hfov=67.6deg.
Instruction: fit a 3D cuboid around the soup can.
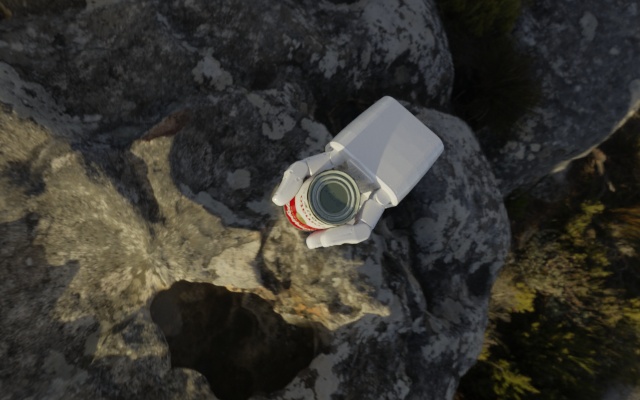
[{"bbox_3d":[0.000,0.002,0.591,0.068,0.068,0.102,0,-6,-20],"label":"soup can"}]
